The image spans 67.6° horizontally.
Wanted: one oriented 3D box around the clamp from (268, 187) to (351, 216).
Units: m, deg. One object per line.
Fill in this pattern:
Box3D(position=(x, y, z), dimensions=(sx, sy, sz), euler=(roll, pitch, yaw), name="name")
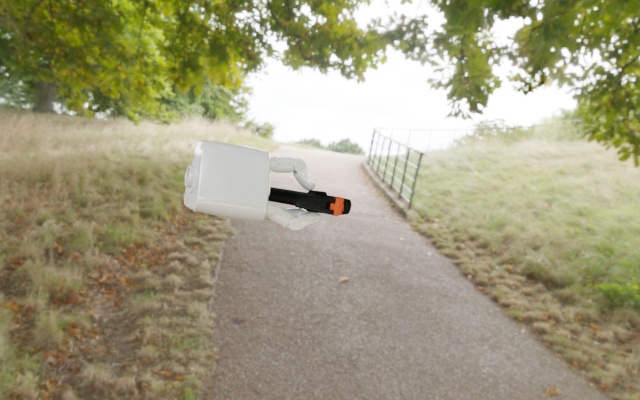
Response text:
Box3D(position=(0.000, 0.002, 0.798), dimensions=(0.164, 0.036, 0.210), euler=(7, 2, -27), name="clamp")
